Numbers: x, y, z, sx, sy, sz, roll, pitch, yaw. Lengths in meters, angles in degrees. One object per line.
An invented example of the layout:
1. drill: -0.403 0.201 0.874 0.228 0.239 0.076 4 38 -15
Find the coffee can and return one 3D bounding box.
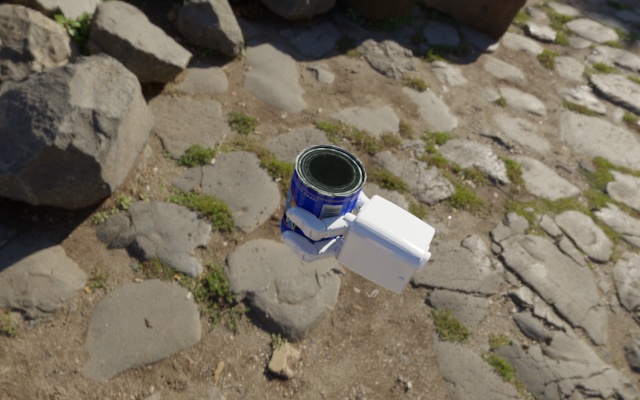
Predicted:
1. coffee can: 0.000 0.002 0.715 0.103 0.102 0.140 0 -41 -16
